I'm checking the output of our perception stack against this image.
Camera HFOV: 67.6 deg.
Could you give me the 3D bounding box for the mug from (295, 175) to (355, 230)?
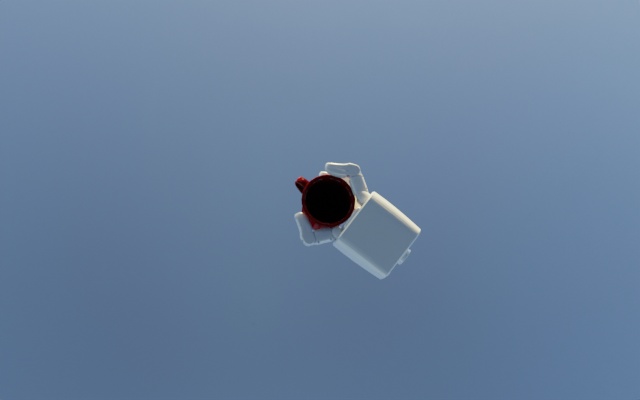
[{"bbox_3d":[-0.001,0.002,0.855,0.117,0.093,0.081,38,-16,5],"label":"mug"}]
